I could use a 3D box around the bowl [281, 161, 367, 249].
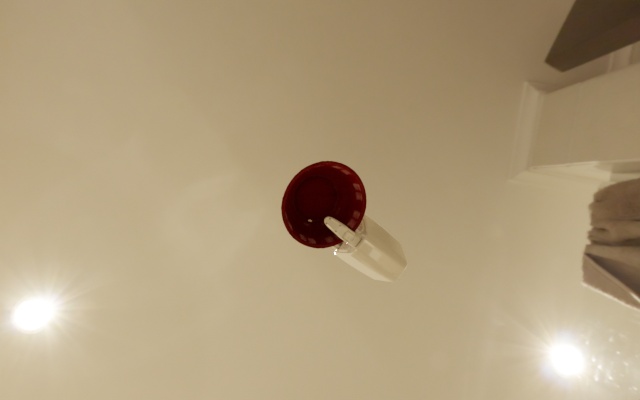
[{"bbox_3d":[-0.001,0.002,0.871,0.162,0.162,0.055,0,15,-20],"label":"bowl"}]
